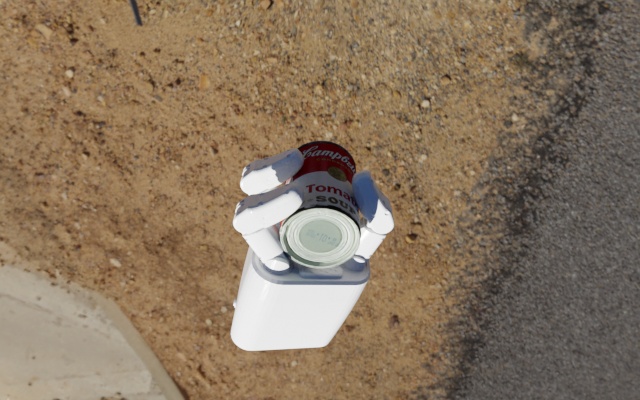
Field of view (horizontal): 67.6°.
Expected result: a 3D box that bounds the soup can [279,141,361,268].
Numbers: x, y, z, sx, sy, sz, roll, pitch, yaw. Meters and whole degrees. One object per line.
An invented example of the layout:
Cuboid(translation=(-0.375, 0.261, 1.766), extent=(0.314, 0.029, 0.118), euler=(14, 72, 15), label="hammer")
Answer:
Cuboid(translation=(0.000, 0.001, 0.422), extent=(0.068, 0.069, 0.102), euler=(0, 37, 1), label="soup can")
